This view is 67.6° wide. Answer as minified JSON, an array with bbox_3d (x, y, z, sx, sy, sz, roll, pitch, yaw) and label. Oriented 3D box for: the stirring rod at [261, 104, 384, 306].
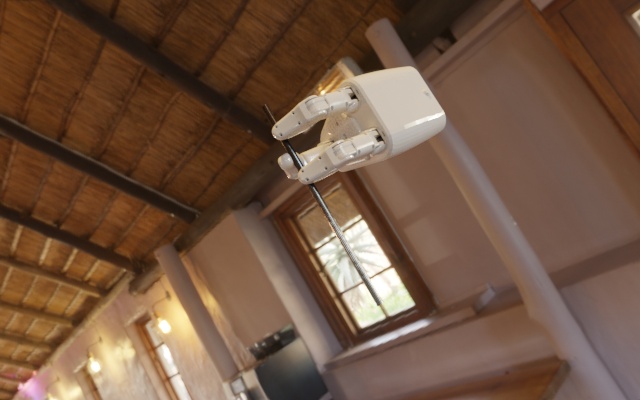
[{"bbox_3d":[0.000,0.002,0.496,0.011,0.239,0.011,-30,-8,-5],"label":"stirring rod"}]
